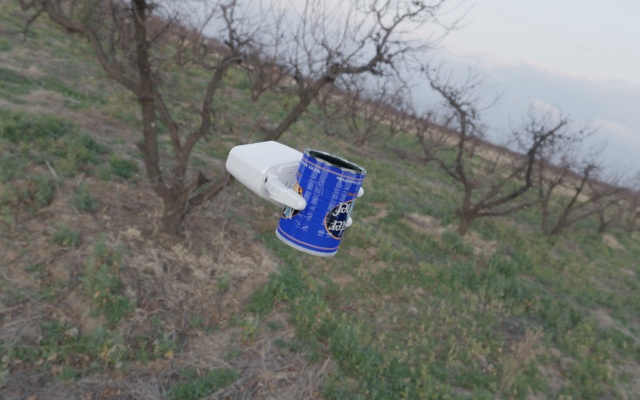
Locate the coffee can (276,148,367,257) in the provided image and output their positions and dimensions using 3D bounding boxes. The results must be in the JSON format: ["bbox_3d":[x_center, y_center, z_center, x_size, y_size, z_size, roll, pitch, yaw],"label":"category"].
[{"bbox_3d":[0.000,0.003,0.744,0.103,0.140,0.102,19,13,-5],"label":"coffee can"}]
